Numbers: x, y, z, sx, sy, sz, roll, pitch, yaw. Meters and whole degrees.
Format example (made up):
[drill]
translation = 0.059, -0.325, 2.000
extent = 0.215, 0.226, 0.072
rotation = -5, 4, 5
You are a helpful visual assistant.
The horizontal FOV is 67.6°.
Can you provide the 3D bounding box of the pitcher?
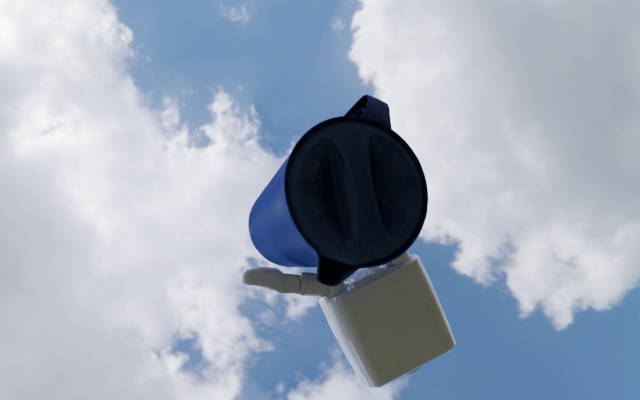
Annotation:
[pitcher]
translation = 0.000, 0.002, 0.514
extent = 0.149, 0.145, 0.243
rotation = -28, 0, -22
